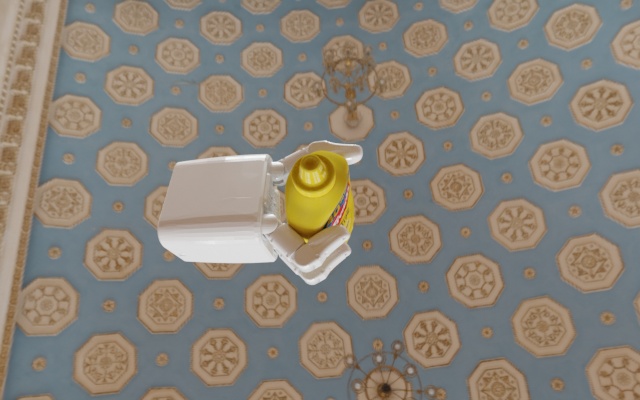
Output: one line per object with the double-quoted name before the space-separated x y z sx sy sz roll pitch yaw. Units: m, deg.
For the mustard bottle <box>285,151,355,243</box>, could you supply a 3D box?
"mustard bottle" 0.000 0.002 0.508 0.058 0.096 0.192 21 -18 14
